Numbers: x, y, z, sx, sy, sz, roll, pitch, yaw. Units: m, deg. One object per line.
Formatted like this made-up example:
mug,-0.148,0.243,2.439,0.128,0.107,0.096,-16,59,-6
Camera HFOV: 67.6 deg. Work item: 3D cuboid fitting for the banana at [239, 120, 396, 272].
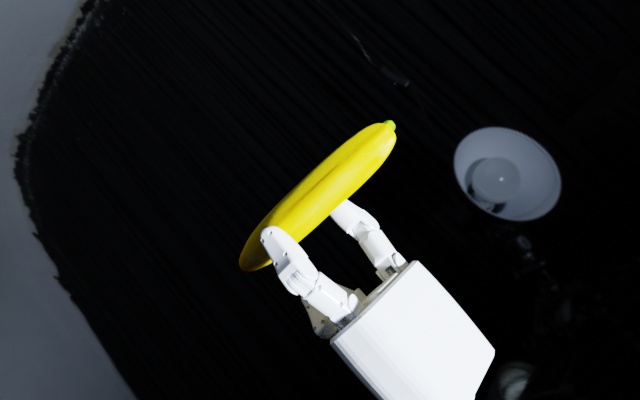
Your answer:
banana,0.001,-0.004,0.419,0.198,0.037,0.069,-42,-10,-3
